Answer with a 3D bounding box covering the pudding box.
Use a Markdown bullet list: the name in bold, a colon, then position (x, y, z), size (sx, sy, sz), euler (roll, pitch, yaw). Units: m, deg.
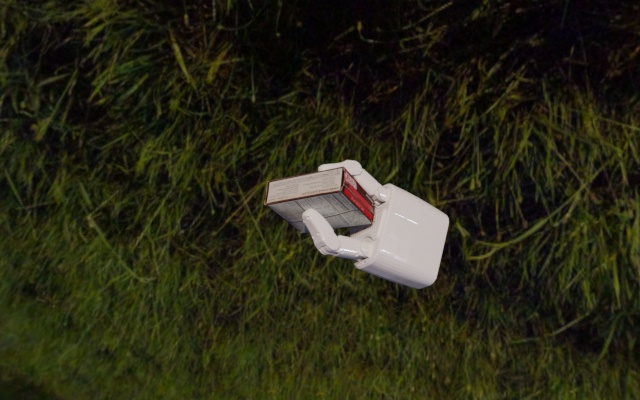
- **pudding box**: position (0.000, 0.002, 0.602), size (0.113, 0.039, 0.090), euler (-11, -33, 27)
